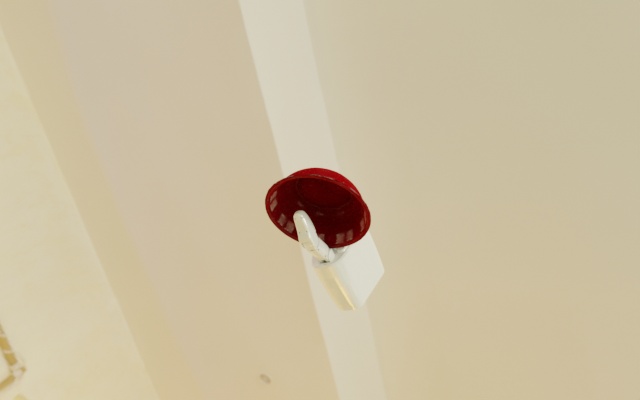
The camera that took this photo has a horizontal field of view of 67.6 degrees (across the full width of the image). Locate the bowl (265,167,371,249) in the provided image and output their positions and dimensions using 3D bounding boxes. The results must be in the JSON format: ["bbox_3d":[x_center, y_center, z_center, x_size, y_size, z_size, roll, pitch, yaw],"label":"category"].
[{"bbox_3d":[0.000,0.001,0.725,0.162,0.055,0.162,9,-42,8],"label":"bowl"}]
